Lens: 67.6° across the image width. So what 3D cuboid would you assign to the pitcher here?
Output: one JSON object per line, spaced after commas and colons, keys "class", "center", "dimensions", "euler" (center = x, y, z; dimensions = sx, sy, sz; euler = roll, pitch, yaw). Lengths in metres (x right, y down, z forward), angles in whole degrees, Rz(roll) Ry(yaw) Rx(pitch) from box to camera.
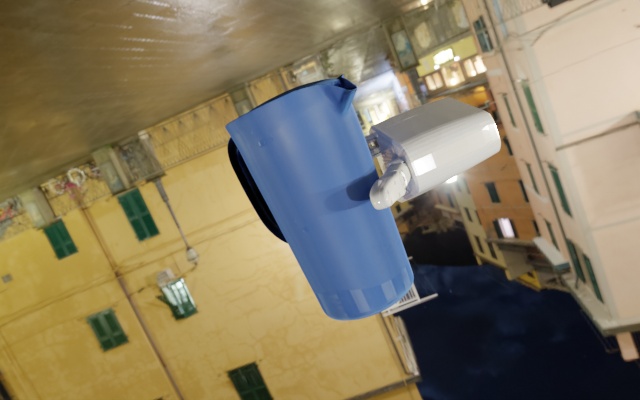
{"class": "pitcher", "center": [0.000, 0.002, 0.519], "dimensions": [0.145, 0.243, 0.149], "euler": [-25, 9, -6]}
